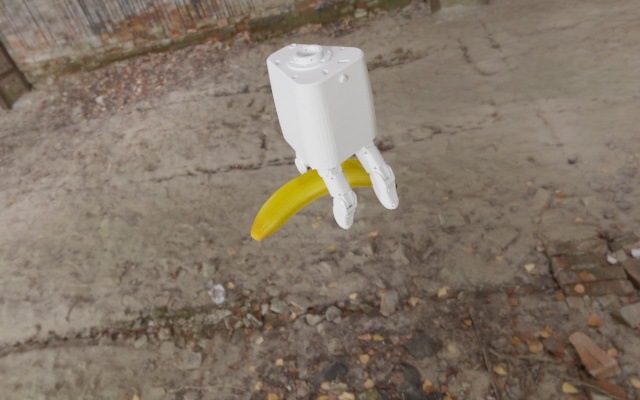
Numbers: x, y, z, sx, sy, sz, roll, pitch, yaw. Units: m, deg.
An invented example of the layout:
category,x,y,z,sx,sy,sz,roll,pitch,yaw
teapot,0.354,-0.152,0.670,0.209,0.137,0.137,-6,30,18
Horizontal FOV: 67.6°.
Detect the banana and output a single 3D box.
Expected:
category,x,y,z,sx,sy,sz,roll,pitch,yaw
banana,-0.004,-0.011,0.613,0.198,0.037,0.069,-21,47,-10
